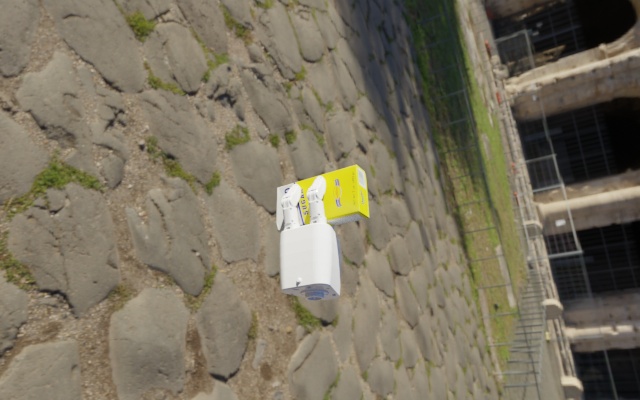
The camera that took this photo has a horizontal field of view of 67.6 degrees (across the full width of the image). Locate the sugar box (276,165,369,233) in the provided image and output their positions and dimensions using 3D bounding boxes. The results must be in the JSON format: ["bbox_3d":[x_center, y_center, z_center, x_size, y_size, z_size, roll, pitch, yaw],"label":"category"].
[{"bbox_3d":[0.000,0.003,0.878,0.176,0.093,0.048,-14,-26,26],"label":"sugar box"}]
